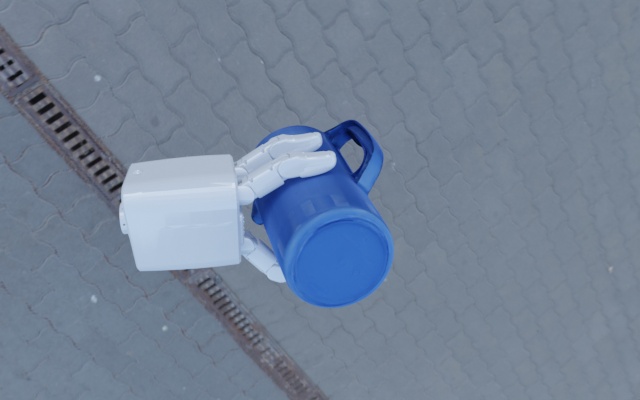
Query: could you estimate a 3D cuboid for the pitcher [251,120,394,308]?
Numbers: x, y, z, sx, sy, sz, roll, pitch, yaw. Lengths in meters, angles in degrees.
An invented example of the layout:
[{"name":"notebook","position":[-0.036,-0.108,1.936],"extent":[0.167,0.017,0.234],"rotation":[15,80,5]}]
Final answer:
[{"name":"pitcher","position":[0.000,0.002,0.540],"extent":[0.145,0.149,0.242],"rotation":[-2,24,-13]}]
